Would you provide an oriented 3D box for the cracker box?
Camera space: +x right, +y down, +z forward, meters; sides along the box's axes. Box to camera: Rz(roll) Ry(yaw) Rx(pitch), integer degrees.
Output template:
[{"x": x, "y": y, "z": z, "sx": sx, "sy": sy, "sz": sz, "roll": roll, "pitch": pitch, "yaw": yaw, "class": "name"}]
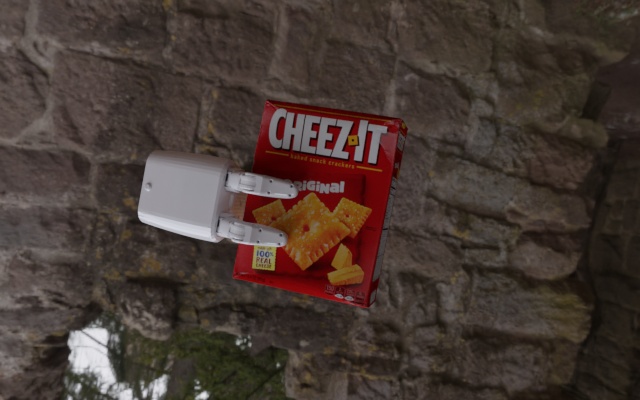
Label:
[{"x": 0.000, "y": 0.002, "z": 0.559, "sx": 0.164, "sy": 0.213, "sz": 0.072, "roll": 11, "pitch": 1, "yaw": 14, "class": "cracker box"}]
